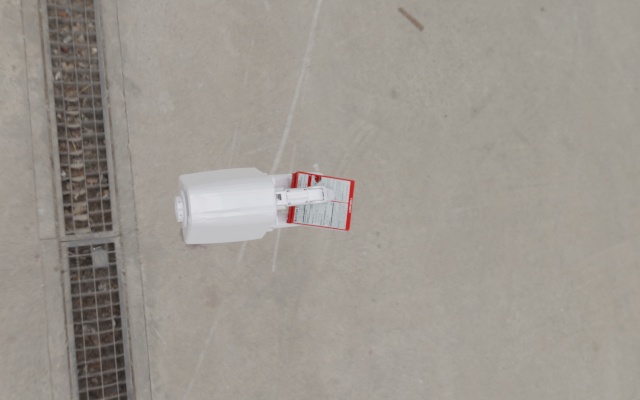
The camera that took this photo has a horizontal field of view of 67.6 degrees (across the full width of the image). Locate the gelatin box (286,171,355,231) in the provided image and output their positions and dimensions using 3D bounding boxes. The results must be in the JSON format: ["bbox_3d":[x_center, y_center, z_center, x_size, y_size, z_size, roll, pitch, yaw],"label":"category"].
[{"bbox_3d":[0.001,0.002,0.671,0.089,0.073,0.030,8,-7,-17],"label":"gelatin box"}]
